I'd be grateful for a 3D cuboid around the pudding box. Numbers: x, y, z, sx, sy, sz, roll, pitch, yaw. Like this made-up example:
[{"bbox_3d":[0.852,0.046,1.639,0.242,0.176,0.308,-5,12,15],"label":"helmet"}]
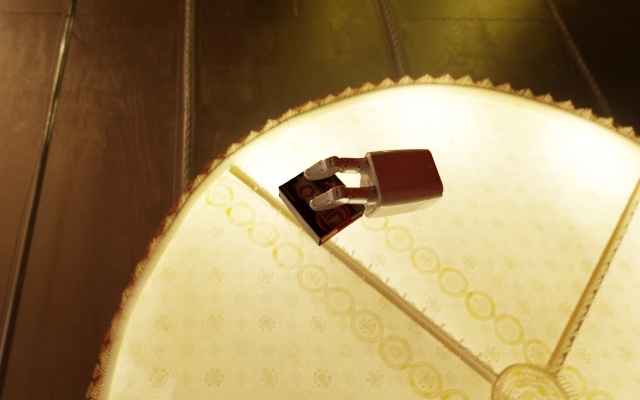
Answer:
[{"bbox_3d":[0.000,0.003,0.749,0.090,0.113,0.039,-33,-23,-21],"label":"pudding box"}]
